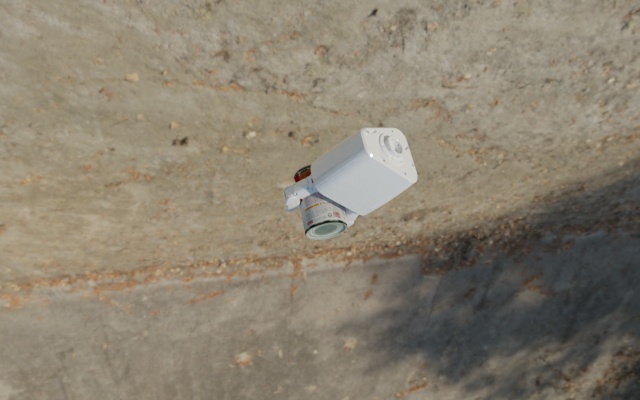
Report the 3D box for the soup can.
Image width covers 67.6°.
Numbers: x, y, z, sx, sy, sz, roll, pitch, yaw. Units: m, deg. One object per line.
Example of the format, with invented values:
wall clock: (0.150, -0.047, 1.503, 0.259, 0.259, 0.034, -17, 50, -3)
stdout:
soup can: (0.000, 0.003, 0.749, 0.068, 0.102, 0.068, -10, -25, -5)
